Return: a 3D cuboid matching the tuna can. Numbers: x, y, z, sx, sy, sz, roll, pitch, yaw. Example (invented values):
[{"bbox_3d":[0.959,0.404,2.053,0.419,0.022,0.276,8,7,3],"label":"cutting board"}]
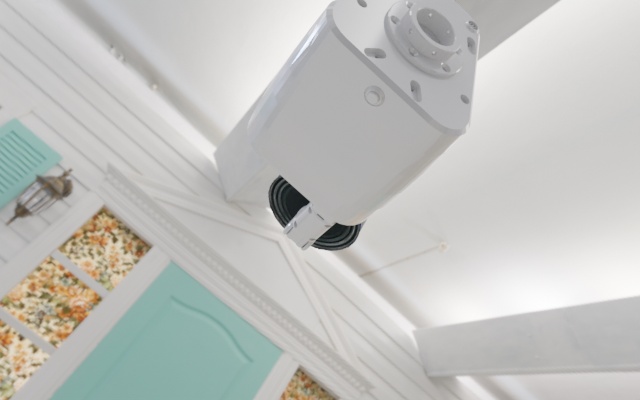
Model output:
[{"bbox_3d":[0.000,0.001,0.413,0.086,0.086,0.033,0,39,34],"label":"tuna can"}]
